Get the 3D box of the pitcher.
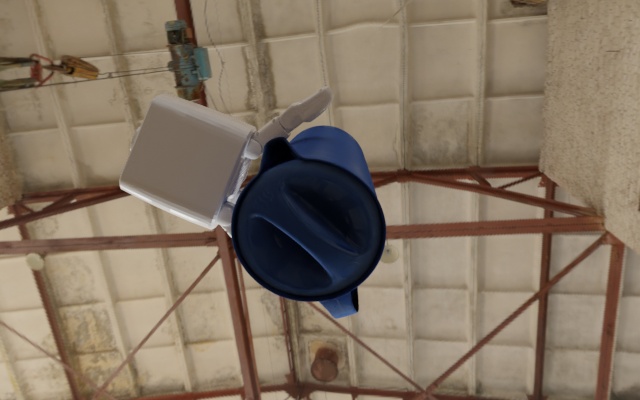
[{"bbox_3d":[0.000,0.002,0.516,0.145,0.149,0.242,23,19,-3],"label":"pitcher"}]
